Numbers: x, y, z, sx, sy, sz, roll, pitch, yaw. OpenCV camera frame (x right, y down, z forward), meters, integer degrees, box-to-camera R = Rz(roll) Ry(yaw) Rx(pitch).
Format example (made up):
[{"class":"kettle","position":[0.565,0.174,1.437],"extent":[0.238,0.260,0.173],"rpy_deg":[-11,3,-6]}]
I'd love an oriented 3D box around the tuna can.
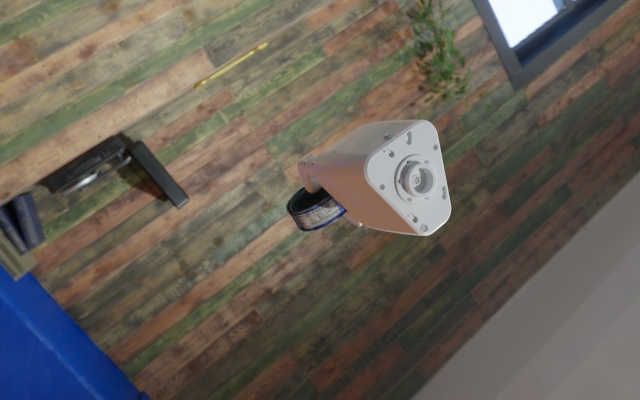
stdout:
[{"class":"tuna can","position":[0.000,0.002,0.620],"extent":[0.086,0.034,0.086],"rpy_deg":[-27,21,11]}]
